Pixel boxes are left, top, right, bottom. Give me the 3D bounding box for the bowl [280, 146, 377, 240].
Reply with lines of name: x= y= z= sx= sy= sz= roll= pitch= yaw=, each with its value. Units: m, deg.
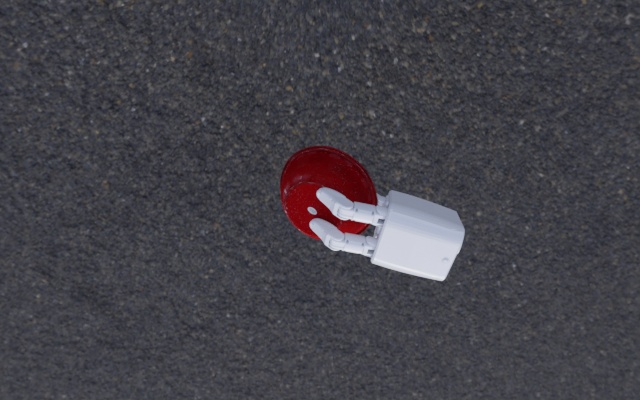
bowl: x=-0.001 y=0.002 z=0.716 sx=0.162 sy=0.162 sz=0.055 roll=0 pitch=27 yaw=26
